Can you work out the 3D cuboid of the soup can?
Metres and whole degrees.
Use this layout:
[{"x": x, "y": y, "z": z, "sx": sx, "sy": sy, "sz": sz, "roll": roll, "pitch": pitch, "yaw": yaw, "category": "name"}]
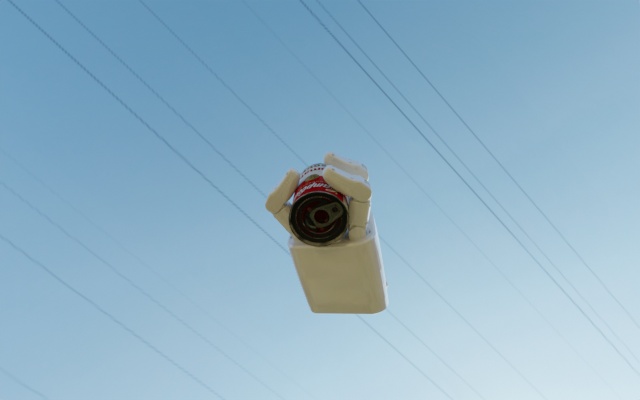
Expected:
[{"x": 0.000, "y": 0.001, "z": 0.575, "sx": 0.068, "sy": 0.068, "sz": 0.102, "roll": 0, "pitch": 23, "yaw": 2, "category": "soup can"}]
